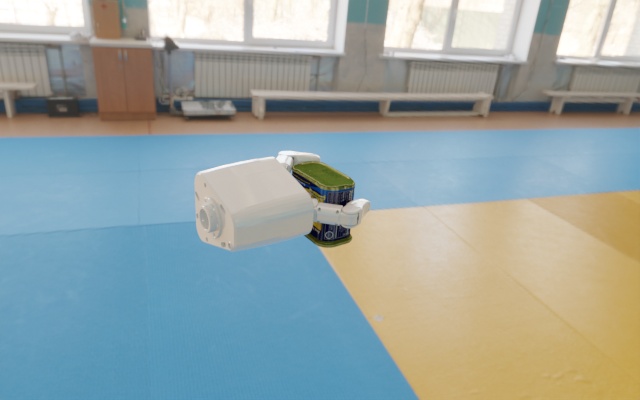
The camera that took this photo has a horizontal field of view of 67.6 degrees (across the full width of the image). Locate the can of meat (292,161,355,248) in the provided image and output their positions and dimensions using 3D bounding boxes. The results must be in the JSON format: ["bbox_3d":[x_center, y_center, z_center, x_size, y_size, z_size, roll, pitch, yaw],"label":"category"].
[{"bbox_3d":[0.000,0.002,0.639,0.057,0.084,0.102,-12,28,-33],"label":"can of meat"}]
